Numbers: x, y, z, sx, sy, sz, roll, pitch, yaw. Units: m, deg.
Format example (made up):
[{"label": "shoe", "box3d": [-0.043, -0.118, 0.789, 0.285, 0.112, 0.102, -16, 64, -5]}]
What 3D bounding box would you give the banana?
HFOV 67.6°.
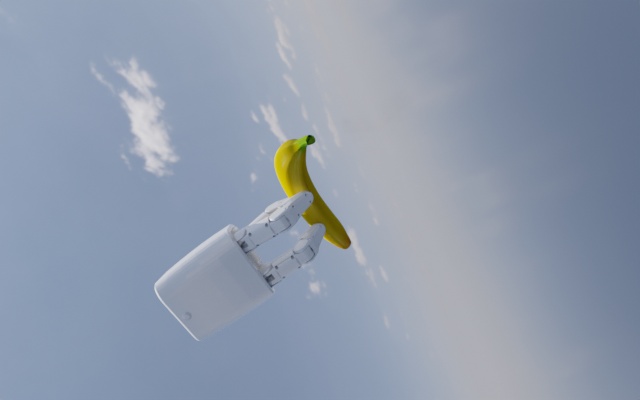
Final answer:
[{"label": "banana", "box3d": [-0.014, -0.007, 0.591, 0.069, 0.037, 0.198, 29, -25, 38]}]
